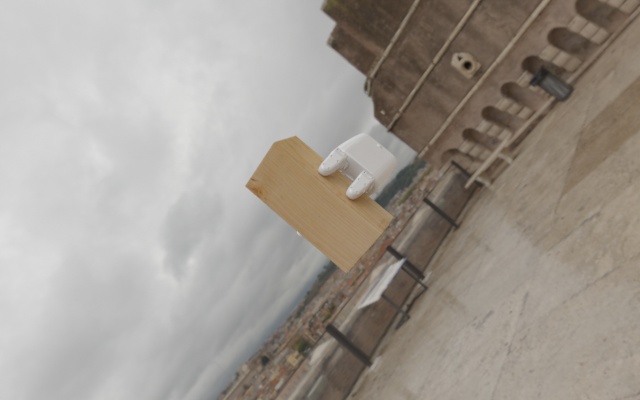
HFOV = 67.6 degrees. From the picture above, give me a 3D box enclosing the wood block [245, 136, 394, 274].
[{"bbox_3d":[0.000,0.002,0.744,0.206,0.091,0.090,40,24,6],"label":"wood block"}]
